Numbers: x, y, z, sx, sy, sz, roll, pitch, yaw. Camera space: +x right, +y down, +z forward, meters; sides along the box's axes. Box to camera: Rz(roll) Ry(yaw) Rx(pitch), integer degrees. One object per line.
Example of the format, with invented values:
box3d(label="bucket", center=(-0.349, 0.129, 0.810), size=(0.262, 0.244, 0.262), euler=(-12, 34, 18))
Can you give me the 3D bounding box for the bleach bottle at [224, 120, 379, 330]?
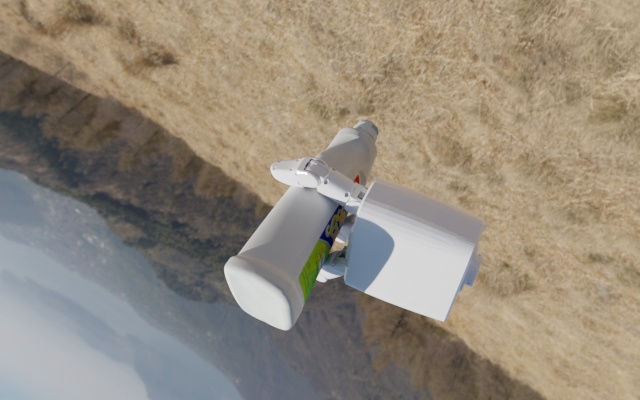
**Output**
box3d(label="bleach bottle", center=(0.000, 0.002, 0.494), size=(0.068, 0.250, 0.103), euler=(21, -32, 16))
